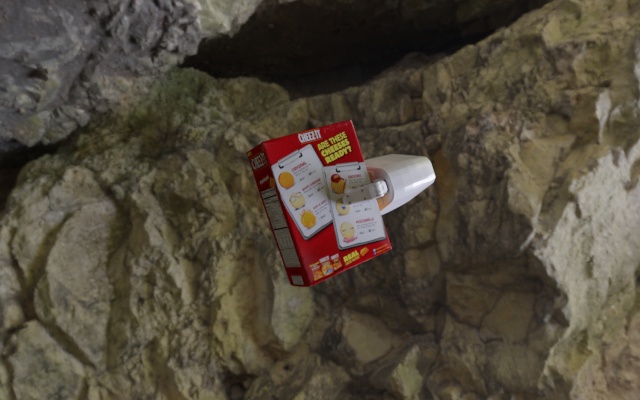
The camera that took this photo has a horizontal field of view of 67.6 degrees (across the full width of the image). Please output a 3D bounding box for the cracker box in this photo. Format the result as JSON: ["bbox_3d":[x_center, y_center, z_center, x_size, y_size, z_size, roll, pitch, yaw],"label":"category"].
[{"bbox_3d":[0.000,0.003,0.725,0.164,0.213,0.072,-20,2,-33],"label":"cracker box"}]
